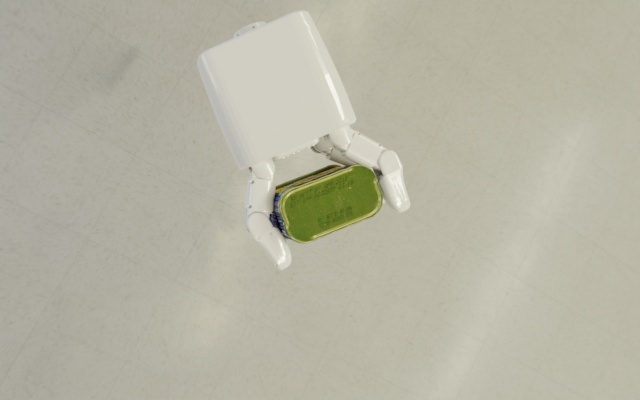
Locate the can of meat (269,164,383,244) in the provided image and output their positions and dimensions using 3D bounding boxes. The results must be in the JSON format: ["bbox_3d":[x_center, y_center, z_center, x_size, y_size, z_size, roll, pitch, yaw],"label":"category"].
[{"bbox_3d":[0.000,0.002,0.463,0.102,0.057,0.084,-22,6,-14],"label":"can of meat"}]
